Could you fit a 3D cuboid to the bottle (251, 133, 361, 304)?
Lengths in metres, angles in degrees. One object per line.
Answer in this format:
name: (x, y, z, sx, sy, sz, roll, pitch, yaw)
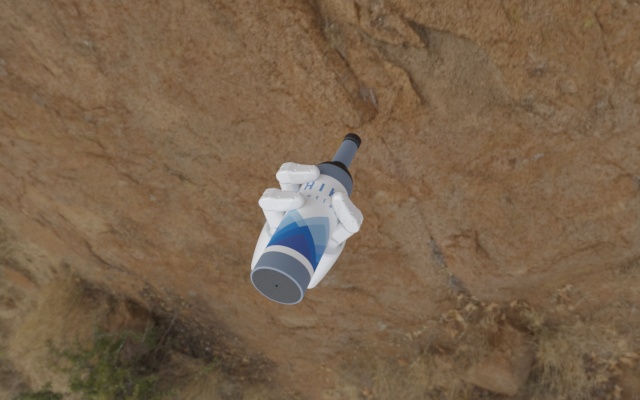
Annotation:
bottle: (0.000, 0.002, 0.646, 0.069, 0.069, 0.295, 0, 41, 27)
